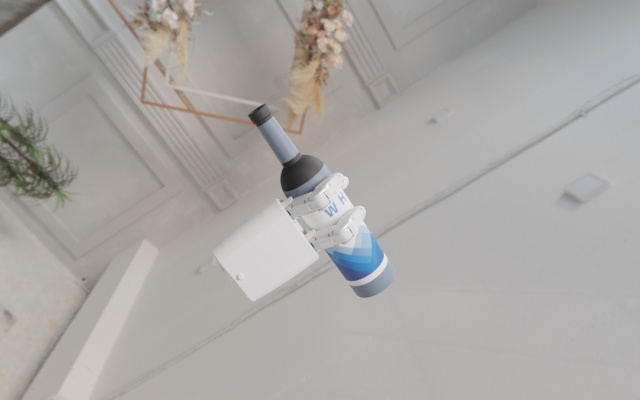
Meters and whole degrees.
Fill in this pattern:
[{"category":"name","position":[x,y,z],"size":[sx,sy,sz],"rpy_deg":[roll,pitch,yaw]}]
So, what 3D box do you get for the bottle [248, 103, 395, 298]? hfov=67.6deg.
[{"category":"bottle","position":[0.000,0.002,0.637],"size":[0.069,0.296,0.069],"rpy_deg":[-30,20,12]}]
